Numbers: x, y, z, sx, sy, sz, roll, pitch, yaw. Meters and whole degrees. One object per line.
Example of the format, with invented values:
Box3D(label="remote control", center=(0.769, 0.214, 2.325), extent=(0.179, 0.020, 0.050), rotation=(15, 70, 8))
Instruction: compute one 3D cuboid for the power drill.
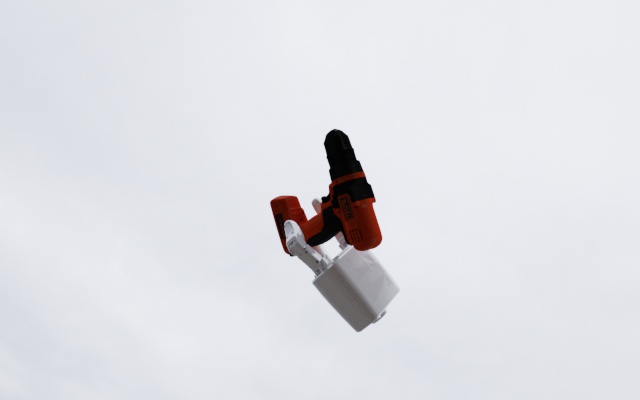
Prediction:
Box3D(label="power drill", center=(0.000, 0.003, 0.744), extent=(0.057, 0.184, 0.188), rotation=(-9, -10, -43))
